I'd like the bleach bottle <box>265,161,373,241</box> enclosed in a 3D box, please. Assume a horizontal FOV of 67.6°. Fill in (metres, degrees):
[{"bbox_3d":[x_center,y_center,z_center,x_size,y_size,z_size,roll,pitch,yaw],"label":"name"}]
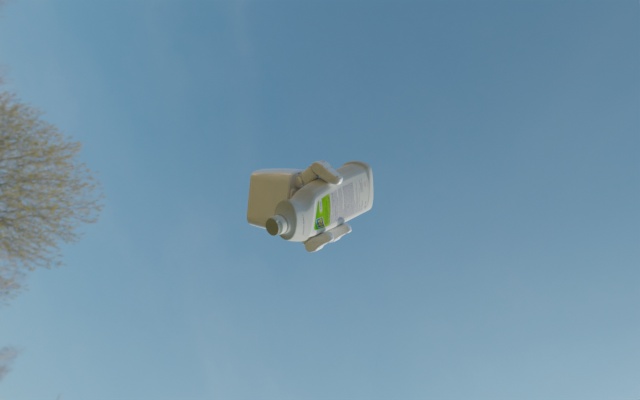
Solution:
[{"bbox_3d":[0.000,0.003,0.831,0.068,0.102,0.251,6,18,37],"label":"bleach bottle"}]
